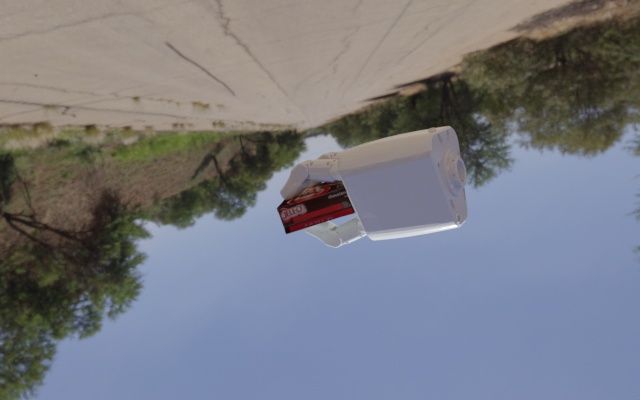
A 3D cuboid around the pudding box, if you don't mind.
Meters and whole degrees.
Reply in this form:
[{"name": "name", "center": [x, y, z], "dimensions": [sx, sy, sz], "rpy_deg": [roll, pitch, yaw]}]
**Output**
[{"name": "pudding box", "center": [0.000, 0.002, 0.596], "dimensions": [0.090, 0.039, 0.113], "rpy_deg": [-16, 6, 7]}]
